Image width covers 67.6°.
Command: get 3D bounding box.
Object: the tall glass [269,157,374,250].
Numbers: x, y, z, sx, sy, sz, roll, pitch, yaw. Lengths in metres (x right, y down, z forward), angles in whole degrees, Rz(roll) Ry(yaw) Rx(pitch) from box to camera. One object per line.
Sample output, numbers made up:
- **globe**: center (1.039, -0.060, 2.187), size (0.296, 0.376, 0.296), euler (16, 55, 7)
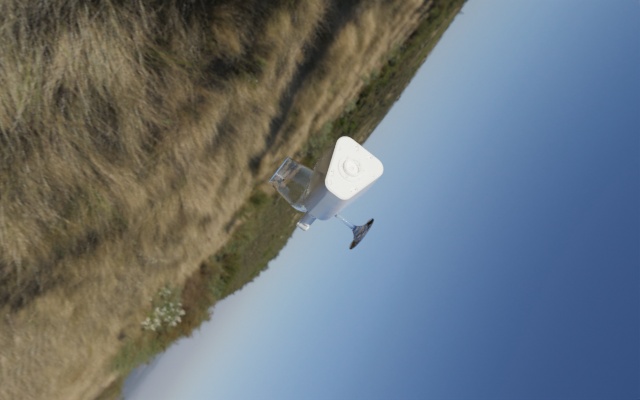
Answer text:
- **tall glass**: center (0.001, 0.003, 0.898), size (0.201, 0.079, 0.079), euler (38, -3, -4)
